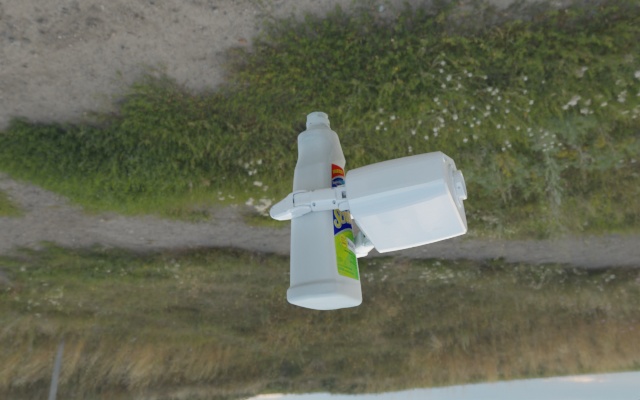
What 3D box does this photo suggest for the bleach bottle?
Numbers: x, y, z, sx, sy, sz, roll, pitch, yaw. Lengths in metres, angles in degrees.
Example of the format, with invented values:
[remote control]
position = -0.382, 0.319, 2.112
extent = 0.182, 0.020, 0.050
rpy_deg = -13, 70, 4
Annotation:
[bleach bottle]
position = 0.000, 0.002, 0.590
extent = 0.068, 0.250, 0.102
rpy_deg = -13, -23, 23
